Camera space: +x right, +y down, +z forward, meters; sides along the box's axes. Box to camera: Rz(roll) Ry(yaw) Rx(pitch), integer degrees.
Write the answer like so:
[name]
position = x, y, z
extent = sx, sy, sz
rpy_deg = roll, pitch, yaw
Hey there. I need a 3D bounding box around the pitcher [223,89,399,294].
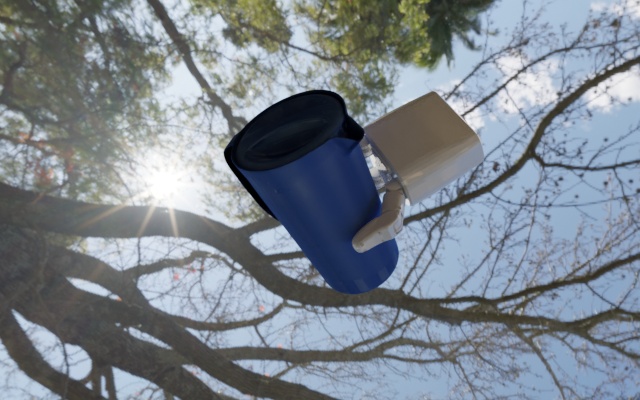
[pitcher]
position = 0.000, 0.002, 0.574
extent = 0.145, 0.243, 0.149
rpy_deg = -31, 38, -3
